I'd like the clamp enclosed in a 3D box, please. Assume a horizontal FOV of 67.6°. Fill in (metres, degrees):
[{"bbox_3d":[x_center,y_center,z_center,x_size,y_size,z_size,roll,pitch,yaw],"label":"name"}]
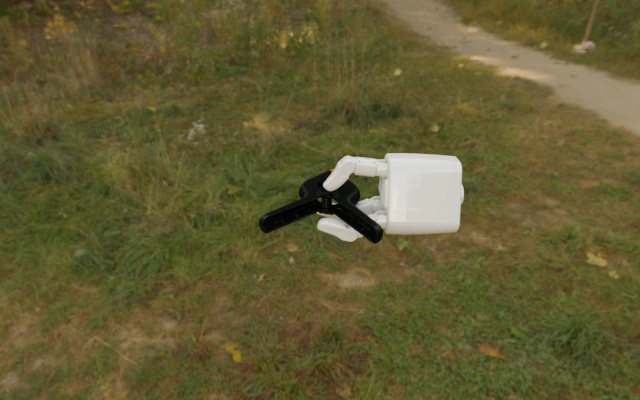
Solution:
[{"bbox_3d":[0.000,0.001,0.709,0.164,0.036,0.210,3,24,-1],"label":"clamp"}]
